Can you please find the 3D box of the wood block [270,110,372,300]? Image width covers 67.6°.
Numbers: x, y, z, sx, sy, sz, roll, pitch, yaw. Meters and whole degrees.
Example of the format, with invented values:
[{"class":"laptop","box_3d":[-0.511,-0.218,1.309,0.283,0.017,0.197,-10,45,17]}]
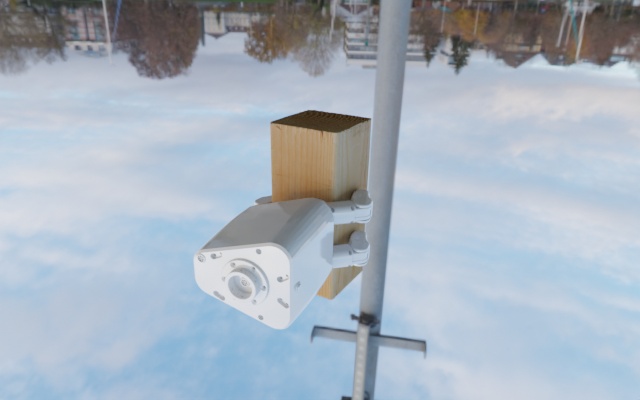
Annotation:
[{"class":"wood block","box_3d":[0.000,0.002,0.588,0.091,0.206,0.090,14,26,27]}]
